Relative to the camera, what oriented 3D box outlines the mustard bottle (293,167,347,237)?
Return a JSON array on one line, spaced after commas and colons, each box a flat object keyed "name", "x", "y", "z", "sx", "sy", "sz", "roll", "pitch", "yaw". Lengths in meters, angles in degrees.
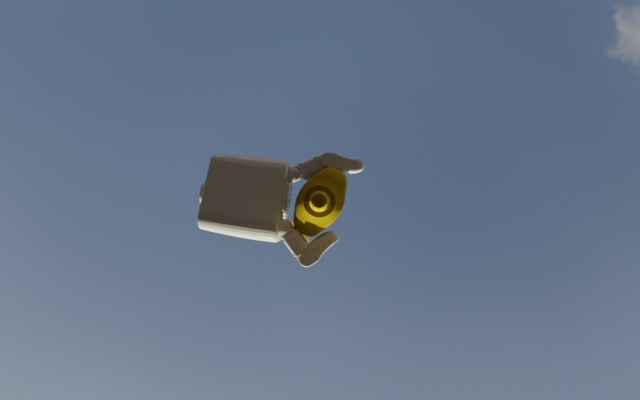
[{"name": "mustard bottle", "x": 0.000, "y": 0.002, "z": 0.644, "sx": 0.058, "sy": 0.096, "sz": 0.191, "roll": 32, "pitch": 0, "yaw": 2}]
